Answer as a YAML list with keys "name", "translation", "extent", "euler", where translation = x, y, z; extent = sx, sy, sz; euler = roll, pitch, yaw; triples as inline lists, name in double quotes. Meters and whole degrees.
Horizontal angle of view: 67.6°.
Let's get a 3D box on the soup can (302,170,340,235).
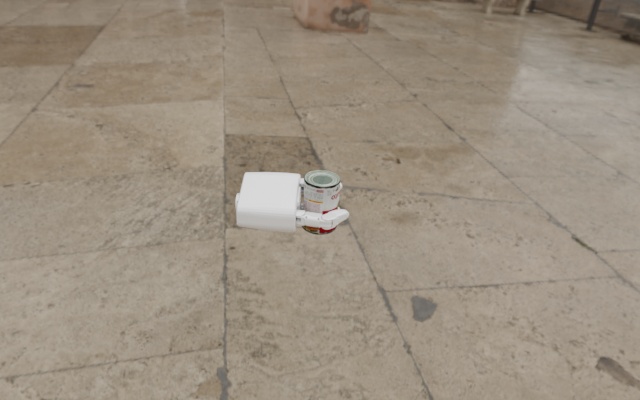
- name: "soup can"
  translation: [0.001, 0.003, 0.883]
  extent: [0.068, 0.102, 0.068]
  euler: [3, 30, -2]
